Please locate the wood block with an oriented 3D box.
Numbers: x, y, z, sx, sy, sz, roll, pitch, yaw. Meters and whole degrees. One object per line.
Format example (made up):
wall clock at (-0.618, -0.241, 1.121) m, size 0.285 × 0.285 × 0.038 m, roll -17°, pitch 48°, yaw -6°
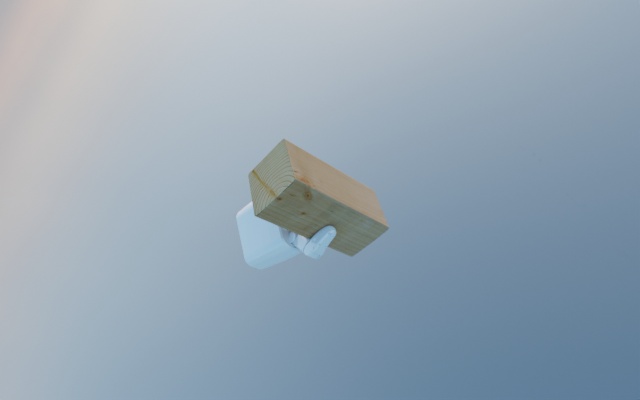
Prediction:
wood block at (0.000, 0.003, 0.747) m, size 0.206 × 0.090 × 0.090 m, roll 26°, pitch -55°, yaw -38°
